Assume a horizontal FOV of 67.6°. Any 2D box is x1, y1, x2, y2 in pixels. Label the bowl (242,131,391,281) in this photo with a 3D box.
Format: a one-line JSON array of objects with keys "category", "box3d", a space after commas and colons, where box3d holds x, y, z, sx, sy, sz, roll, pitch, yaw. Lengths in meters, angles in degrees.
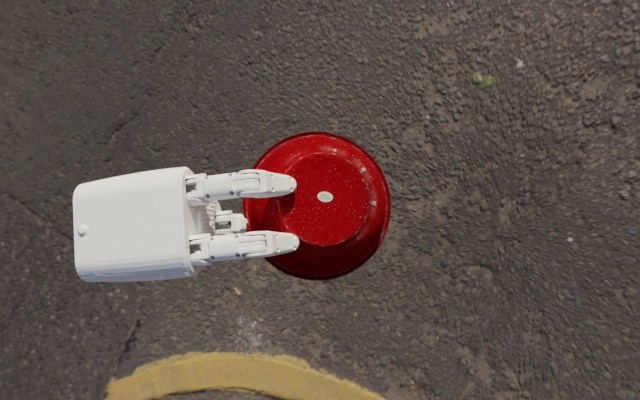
[{"category": "bowl", "box3d": [0.001, 0.001, 0.488, 0.162, 0.162, 0.055, 0, -7, -7]}]
